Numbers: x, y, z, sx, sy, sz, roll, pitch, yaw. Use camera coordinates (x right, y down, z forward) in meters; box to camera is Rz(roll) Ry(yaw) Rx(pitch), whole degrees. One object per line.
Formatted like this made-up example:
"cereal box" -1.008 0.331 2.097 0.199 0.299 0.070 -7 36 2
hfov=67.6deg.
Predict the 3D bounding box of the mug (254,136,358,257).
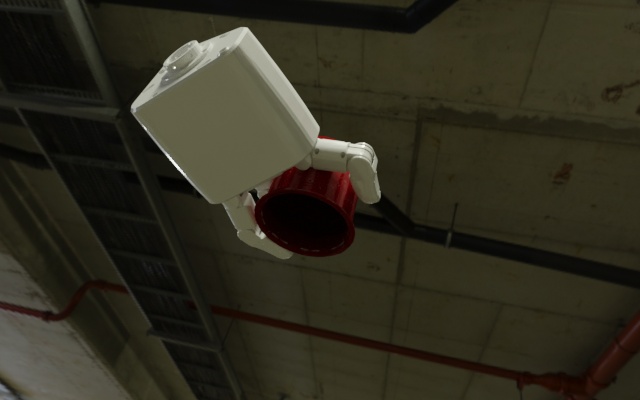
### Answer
"mug" 0.001 0.002 0.459 0.093 0.081 0.117 -11 -48 30
